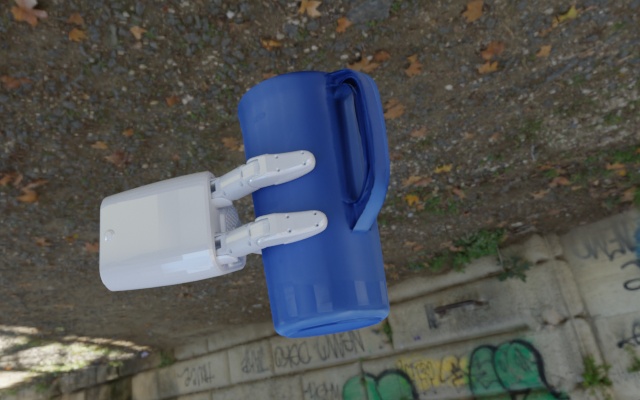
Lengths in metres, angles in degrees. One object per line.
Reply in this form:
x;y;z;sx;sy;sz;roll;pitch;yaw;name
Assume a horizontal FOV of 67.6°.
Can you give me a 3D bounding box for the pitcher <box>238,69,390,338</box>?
0.000;0.002;0.469;0.145;0.242;0.149;-11;-20;3;pitcher
